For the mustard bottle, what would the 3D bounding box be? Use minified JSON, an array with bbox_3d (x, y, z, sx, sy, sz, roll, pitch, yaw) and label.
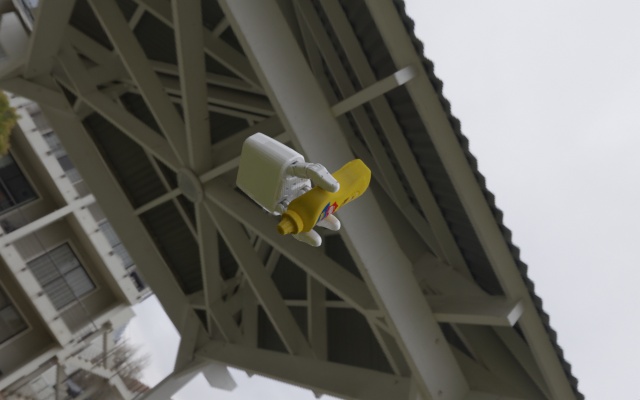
[{"bbox_3d":[0.001,0.003,0.813,0.191,0.058,0.096,-34,-12,-35],"label":"mustard bottle"}]
